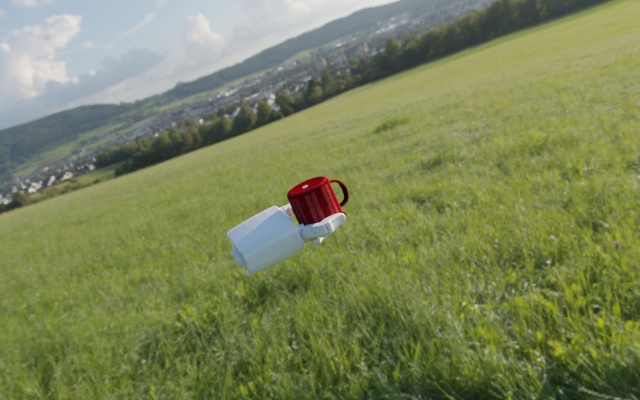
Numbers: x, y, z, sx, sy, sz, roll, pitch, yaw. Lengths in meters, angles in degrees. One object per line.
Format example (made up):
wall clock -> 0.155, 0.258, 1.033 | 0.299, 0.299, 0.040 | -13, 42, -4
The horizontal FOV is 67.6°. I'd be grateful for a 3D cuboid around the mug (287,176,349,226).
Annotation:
mug -> 0.001, 0.002, 0.871 | 0.117, 0.081, 0.093 | -29, 17, -18
